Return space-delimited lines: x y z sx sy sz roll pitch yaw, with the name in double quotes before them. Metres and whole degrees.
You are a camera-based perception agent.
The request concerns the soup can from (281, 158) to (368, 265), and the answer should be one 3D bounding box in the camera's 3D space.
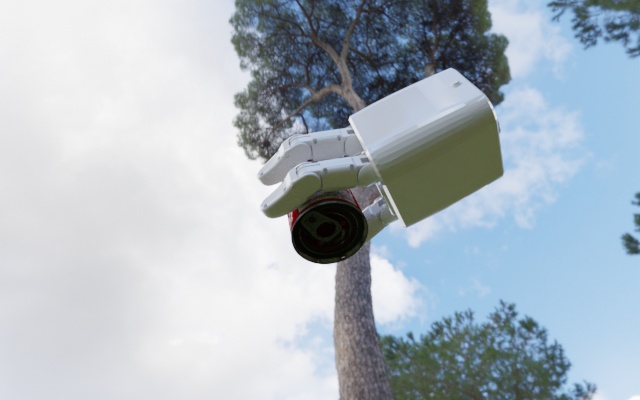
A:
"soup can" 0.000 0.002 0.452 0.068 0.068 0.102 0 34 -11
